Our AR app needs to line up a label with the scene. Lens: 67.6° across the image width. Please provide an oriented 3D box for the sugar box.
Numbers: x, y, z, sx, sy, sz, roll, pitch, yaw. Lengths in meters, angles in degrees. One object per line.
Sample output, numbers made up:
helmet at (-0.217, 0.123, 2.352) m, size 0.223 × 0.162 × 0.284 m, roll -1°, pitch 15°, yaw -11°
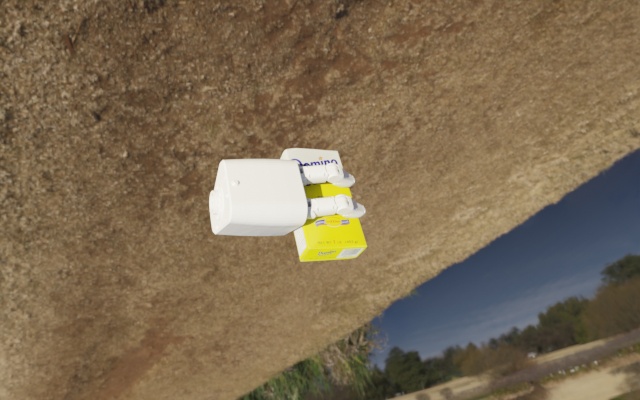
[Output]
sugar box at (0.000, 0.002, 0.712) m, size 0.093 × 0.176 × 0.048 m, roll 0°, pitch -32°, yaw -25°
